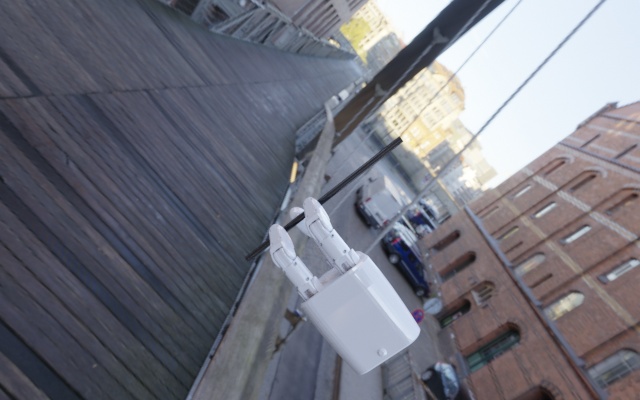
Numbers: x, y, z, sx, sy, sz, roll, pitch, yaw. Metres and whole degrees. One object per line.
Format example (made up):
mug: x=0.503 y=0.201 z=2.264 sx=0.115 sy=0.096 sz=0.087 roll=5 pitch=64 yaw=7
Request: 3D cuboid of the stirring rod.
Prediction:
stirring rod: x=0.000 y=0.002 z=0.571 sx=0.239 sy=0.011 sz=0.011 roll=-38 pitch=-11 yaw=14
